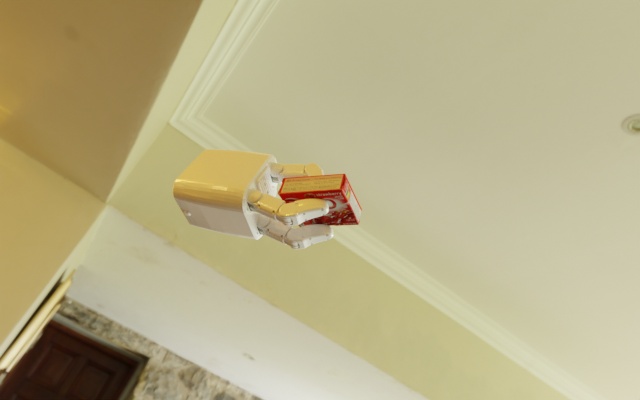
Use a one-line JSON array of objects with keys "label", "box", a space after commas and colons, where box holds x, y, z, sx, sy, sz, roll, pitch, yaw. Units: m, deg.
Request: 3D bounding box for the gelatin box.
[{"label": "gelatin box", "box": [0.001, 0.002, 0.614, 0.089, 0.030, 0.073, -3, -40, 23]}]
